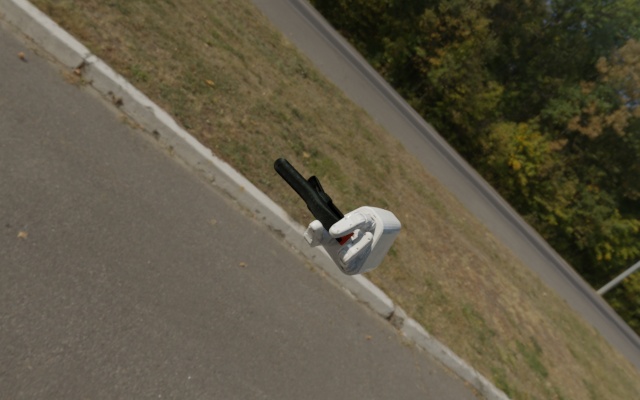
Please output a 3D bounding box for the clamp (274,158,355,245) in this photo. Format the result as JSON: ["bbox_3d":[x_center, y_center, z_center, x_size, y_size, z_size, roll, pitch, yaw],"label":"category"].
[{"bbox_3d":[0.001,0.002,0.784,0.039,0.171,0.120,-45,-21,19],"label":"clamp"}]
